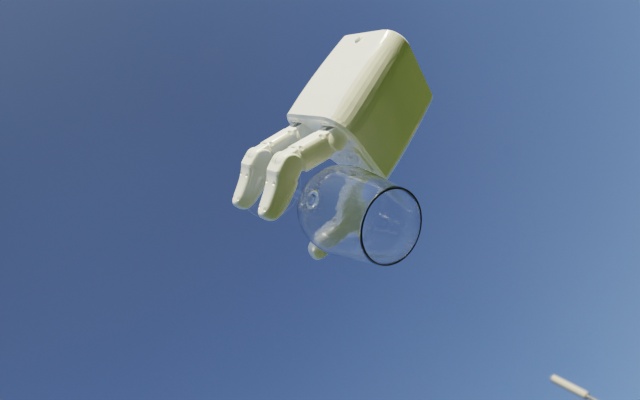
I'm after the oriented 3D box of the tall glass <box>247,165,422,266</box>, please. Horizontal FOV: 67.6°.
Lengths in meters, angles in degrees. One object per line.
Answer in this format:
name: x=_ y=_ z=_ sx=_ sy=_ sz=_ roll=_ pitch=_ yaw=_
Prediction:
tall glass: x=0.000 y=0.001 z=0.439 sx=0.079 sy=0.079 sz=0.201 roll=0 pitch=11 yaw=-34
